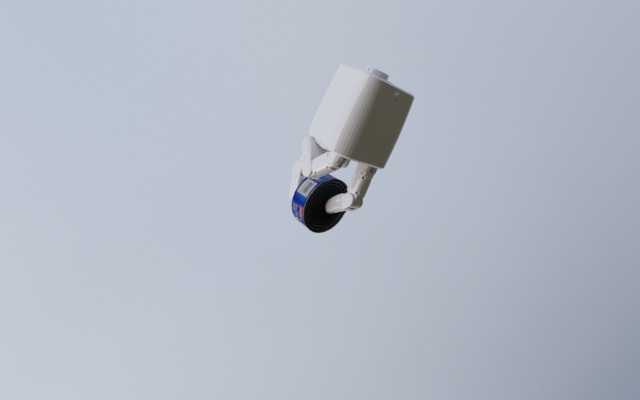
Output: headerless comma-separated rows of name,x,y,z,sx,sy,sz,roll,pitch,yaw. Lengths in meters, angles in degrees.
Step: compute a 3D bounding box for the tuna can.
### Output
tuna can,0.000,0.002,0.699,0.086,0.086,0.033,0,24,-42
